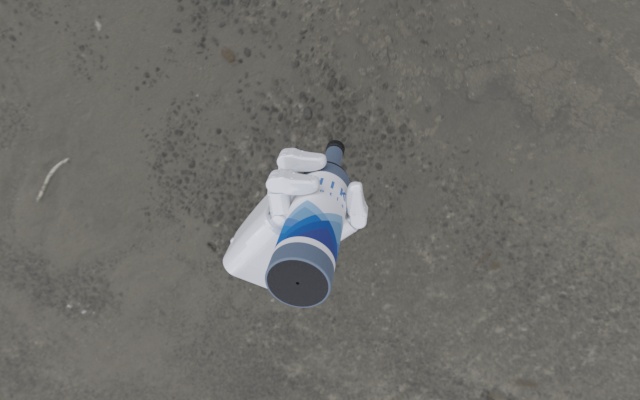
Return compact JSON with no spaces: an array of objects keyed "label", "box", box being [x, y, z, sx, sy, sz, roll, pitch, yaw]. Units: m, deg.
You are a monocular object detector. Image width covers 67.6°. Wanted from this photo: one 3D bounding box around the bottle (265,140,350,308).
[{"label":"bottle","box":[0.000,0.002,0.589,0.069,0.069,0.295,0,33,11]}]
